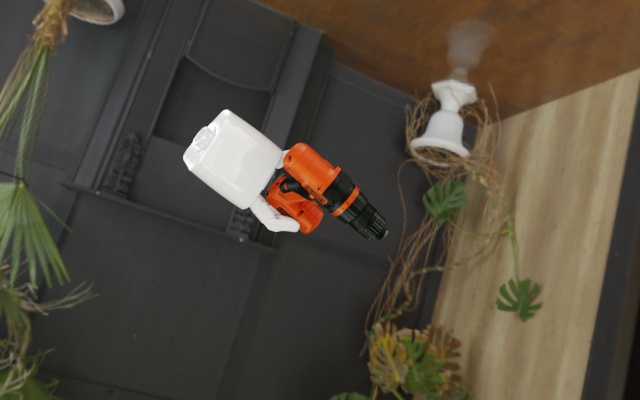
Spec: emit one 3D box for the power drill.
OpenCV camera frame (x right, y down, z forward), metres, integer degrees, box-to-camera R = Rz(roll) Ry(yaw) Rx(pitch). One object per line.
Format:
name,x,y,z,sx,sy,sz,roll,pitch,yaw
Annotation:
power drill,0.000,0.002,0.739,0.184,0.057,0.188,44,-24,-9
